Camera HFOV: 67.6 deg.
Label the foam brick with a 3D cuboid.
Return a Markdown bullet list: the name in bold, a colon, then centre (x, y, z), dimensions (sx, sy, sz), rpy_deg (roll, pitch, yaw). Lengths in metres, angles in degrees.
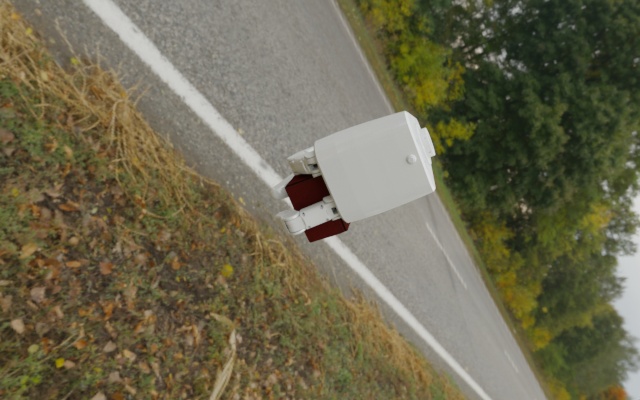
- **foam brick**: centre (0.000, 0.002, 0.576), dimensions (0.051, 0.078, 0.053), rpy_deg (-19, 16, 18)
